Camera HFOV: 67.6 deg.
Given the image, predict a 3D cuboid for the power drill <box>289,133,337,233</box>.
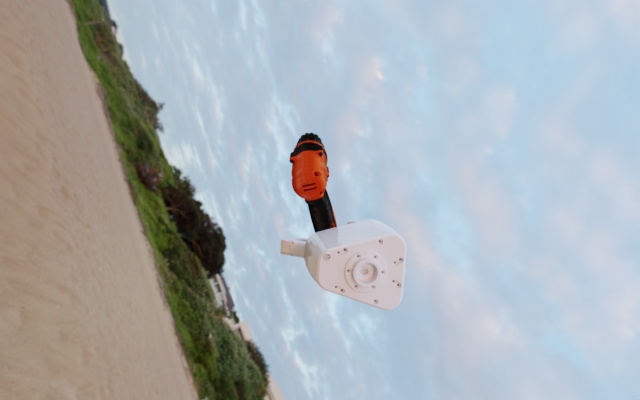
[{"bbox_3d":[0.000,0.003,0.719,0.057,0.188,0.184,-14,25,8],"label":"power drill"}]
